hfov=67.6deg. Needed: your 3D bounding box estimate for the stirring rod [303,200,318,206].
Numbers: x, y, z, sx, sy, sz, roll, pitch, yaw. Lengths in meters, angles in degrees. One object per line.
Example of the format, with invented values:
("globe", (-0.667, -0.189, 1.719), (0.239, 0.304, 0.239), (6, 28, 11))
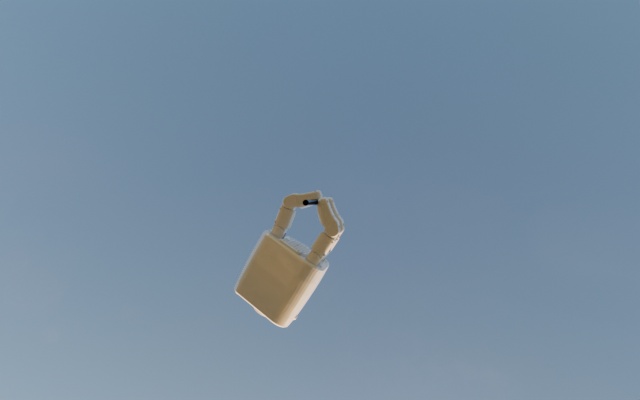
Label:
("stirring rod", (0.000, 0.002, 0.735), (0.011, 0.011, 0.239), (0, 0, 9))
